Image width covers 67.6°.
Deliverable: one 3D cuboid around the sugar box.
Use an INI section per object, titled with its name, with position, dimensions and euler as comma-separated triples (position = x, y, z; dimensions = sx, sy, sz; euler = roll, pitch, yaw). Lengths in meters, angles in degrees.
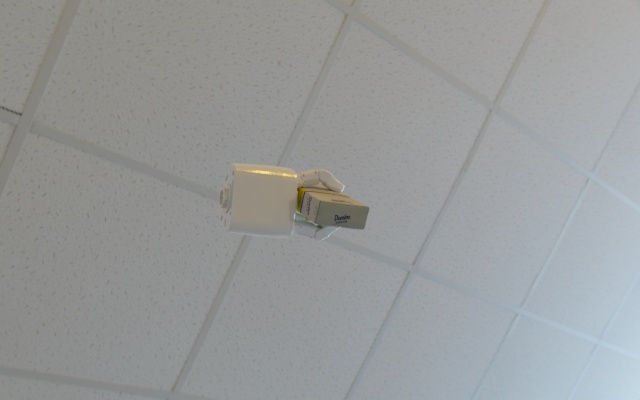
[sugar box]
position = 0.000, 0.003, 0.825
dimensions = 0.093, 0.048, 0.176
euler = 8, 13, -26
